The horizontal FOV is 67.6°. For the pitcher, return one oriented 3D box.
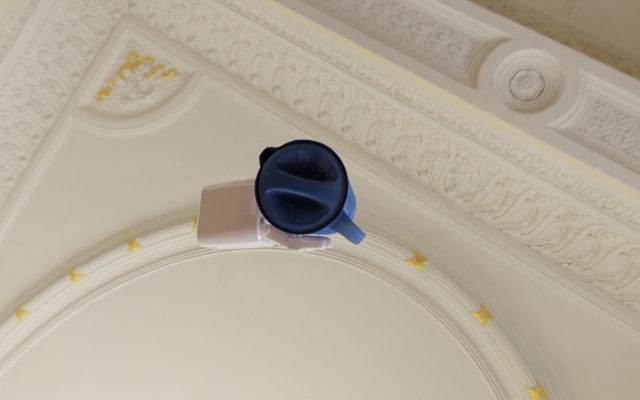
[{"bbox_3d":[0.000,0.002,0.764,0.145,0.149,0.243,-5,-8,10],"label":"pitcher"}]
